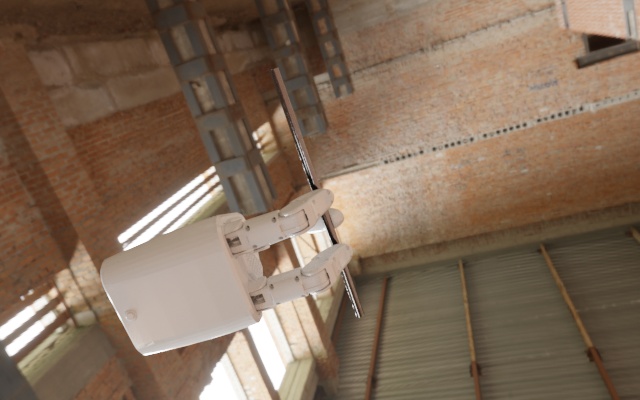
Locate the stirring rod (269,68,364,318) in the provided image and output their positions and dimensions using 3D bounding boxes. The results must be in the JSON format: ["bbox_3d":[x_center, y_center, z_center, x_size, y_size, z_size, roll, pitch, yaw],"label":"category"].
[{"bbox_3d":[0.000,0.001,0.424,0.011,0.239,0.011,-18,17,5],"label":"stirring rod"}]
